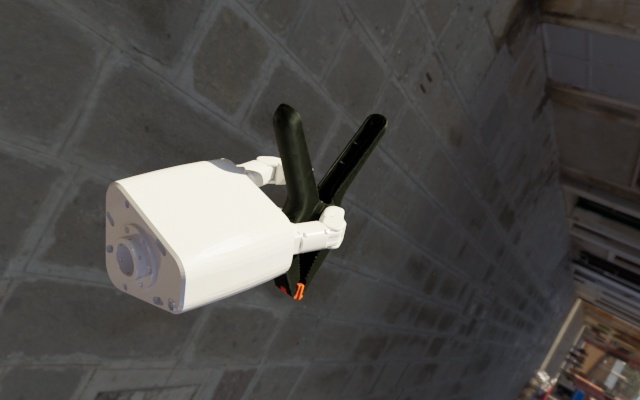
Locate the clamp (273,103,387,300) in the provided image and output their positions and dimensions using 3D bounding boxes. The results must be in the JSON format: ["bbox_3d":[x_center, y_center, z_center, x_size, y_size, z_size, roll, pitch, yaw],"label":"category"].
[{"bbox_3d":[0.000,0.002,0.486,0.036,0.210,0.164,28,28,33],"label":"clamp"}]
